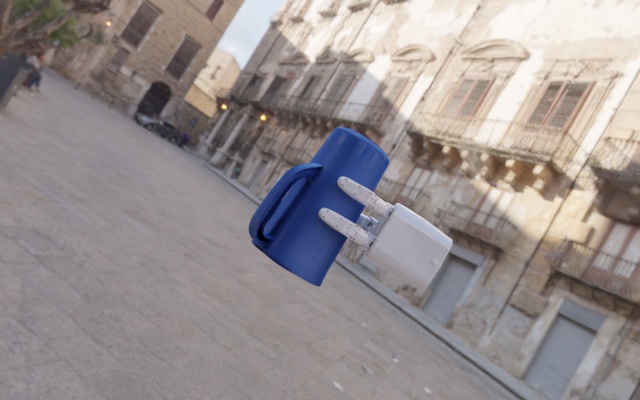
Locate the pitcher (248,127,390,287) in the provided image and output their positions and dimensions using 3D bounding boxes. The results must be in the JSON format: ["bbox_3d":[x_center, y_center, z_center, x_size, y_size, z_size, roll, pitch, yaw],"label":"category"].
[{"bbox_3d":[0.000,0.003,0.768,0.145,0.243,0.149,33,-3,1],"label":"pitcher"}]
